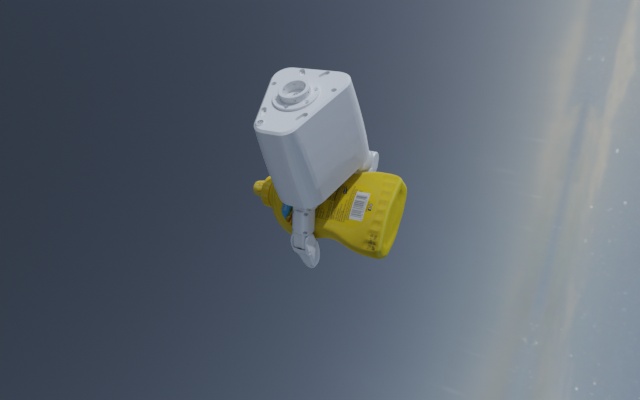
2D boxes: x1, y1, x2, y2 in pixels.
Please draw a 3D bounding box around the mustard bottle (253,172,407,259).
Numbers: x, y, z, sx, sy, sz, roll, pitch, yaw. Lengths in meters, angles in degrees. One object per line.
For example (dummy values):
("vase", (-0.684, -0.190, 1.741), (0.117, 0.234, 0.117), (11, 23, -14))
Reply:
("mustard bottle", (0.000, 0.002, 0.577), (0.191, 0.096, 0.058), (13, -12, 26))
